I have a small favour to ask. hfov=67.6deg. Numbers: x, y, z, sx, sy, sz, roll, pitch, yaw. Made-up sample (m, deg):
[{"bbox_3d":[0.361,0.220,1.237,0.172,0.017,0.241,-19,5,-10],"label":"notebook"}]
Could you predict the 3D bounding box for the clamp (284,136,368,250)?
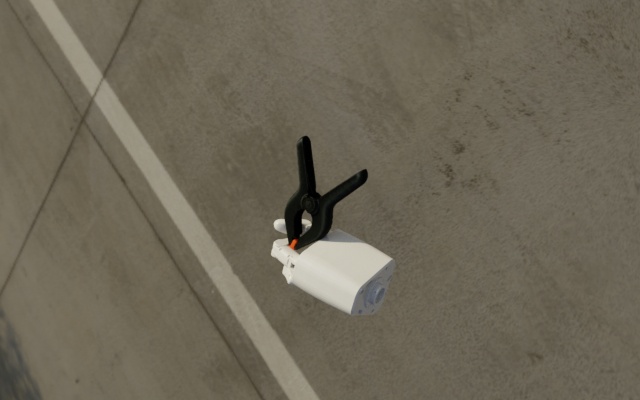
[{"bbox_3d":[0.000,0.002,0.701,0.120,0.171,0.039,25,23,32],"label":"clamp"}]
